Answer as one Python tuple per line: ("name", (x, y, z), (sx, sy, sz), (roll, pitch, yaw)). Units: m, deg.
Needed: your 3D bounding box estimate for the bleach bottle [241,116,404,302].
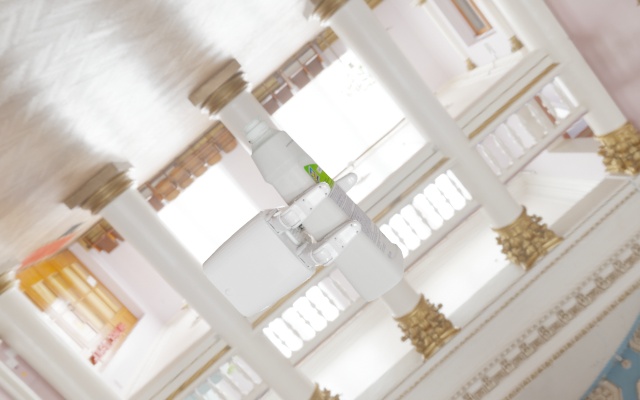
("bleach bottle", (0.000, 0.002, 0.580), (0.068, 0.251, 0.102), (-38, 9, 15))
